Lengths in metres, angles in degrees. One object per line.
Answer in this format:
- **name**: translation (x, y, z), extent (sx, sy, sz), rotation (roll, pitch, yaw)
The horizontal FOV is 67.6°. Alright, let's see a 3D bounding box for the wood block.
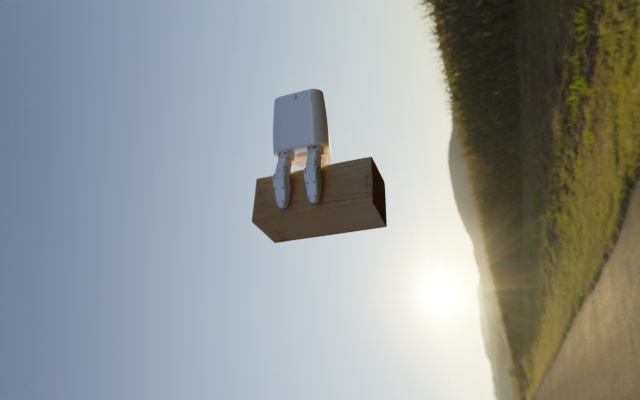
- **wood block**: translation (0.000, 0.002, 0.807), extent (0.206, 0.090, 0.091), rotation (-10, -31, 19)
